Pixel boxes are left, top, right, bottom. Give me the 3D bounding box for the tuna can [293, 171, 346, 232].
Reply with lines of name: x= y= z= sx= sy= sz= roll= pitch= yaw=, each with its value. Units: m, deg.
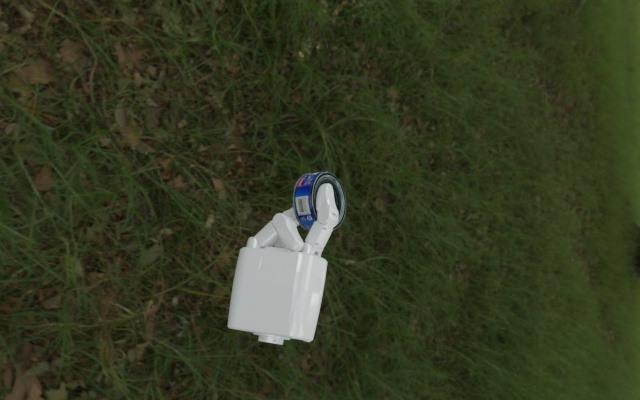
tuna can: x=0.001 y=0.002 z=0.677 sx=0.034 sy=0.086 sz=0.086 roll=-7 pitch=-4 yaw=36
